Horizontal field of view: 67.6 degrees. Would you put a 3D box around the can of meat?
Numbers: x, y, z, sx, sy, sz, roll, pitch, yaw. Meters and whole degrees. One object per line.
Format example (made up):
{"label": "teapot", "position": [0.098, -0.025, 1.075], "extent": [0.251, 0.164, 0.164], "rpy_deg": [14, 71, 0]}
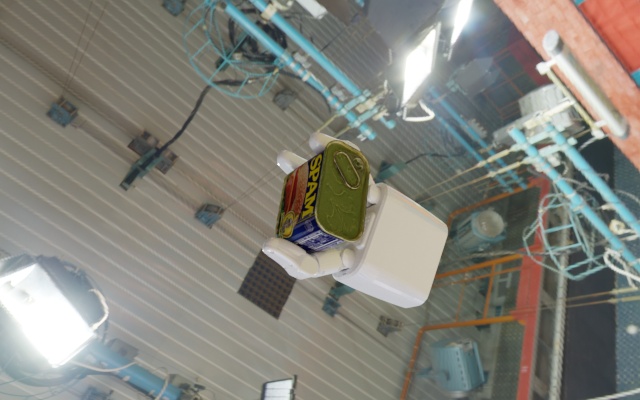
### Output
{"label": "can of meat", "position": [0.000, 0.002, 0.492], "extent": [0.057, 0.102, 0.084], "rpy_deg": [24, -31, -27]}
